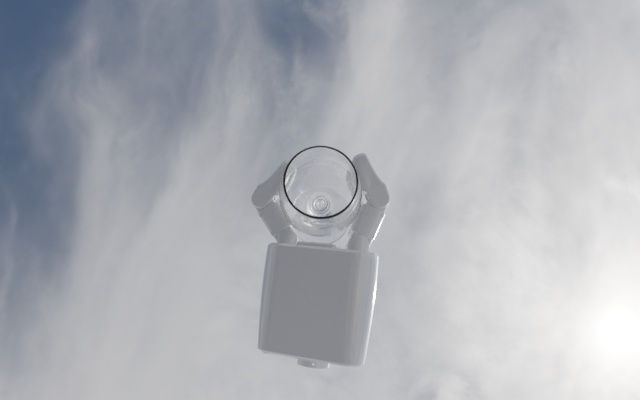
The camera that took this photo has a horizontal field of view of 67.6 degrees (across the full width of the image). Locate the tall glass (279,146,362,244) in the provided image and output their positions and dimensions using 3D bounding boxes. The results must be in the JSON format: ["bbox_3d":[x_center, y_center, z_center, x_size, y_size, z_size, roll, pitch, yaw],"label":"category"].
[{"bbox_3d":[0.000,0.002,0.485,0.079,0.079,0.201,0,-10,0],"label":"tall glass"}]
